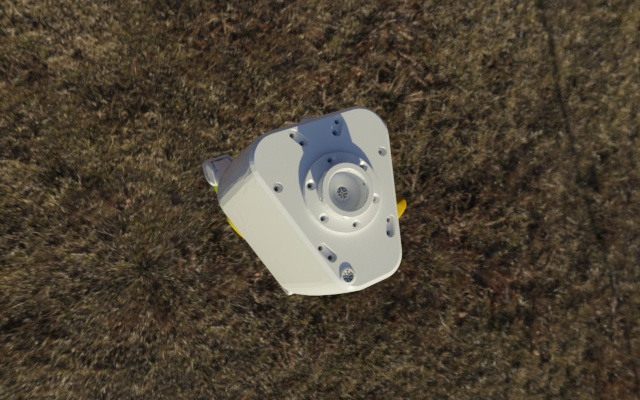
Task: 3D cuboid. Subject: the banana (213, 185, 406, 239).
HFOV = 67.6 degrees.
[{"bbox_3d":[-0.004,0.019,0.459,0.198,0.069,0.037,6,-13,-18],"label":"banana"}]
